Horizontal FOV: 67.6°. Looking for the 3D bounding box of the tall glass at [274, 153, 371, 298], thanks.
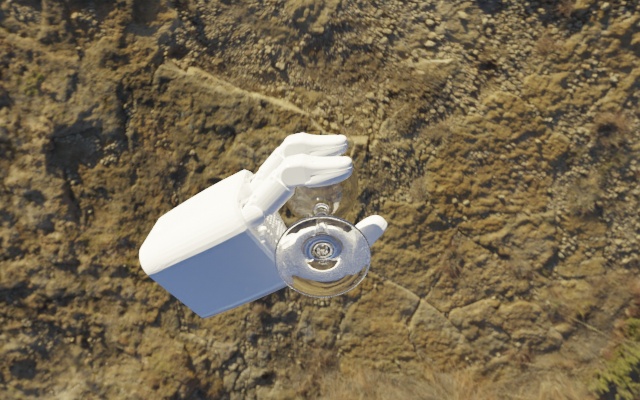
[{"bbox_3d":[0.000,0.002,0.454,0.079,0.079,0.201,0,26,-1],"label":"tall glass"}]
